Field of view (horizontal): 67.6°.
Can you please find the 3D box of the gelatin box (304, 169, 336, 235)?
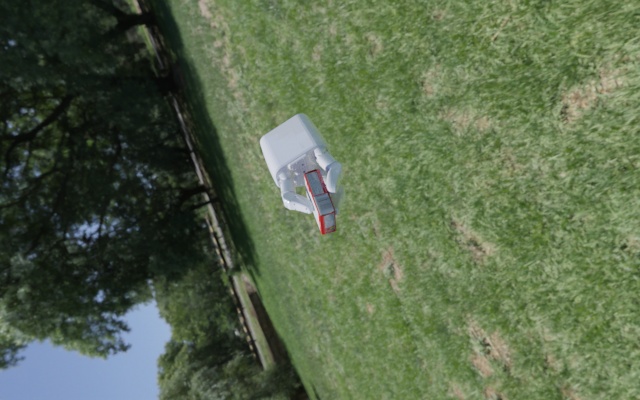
[{"bbox_3d":[0.000,0.003,0.808,0.030,0.089,0.073,-17,-29,-7],"label":"gelatin box"}]
